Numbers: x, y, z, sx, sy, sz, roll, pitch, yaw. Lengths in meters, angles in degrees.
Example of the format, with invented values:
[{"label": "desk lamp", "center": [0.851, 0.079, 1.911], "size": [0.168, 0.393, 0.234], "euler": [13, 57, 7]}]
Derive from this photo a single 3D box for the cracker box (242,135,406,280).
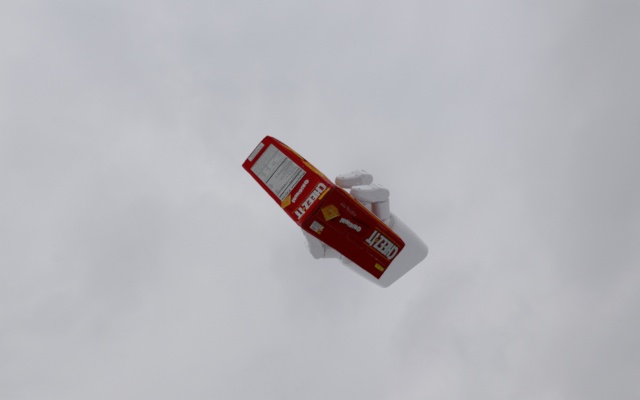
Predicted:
[{"label": "cracker box", "center": [0.000, 0.002, 0.682], "size": [0.164, 0.072, 0.213], "euler": [36, 3, -37]}]
